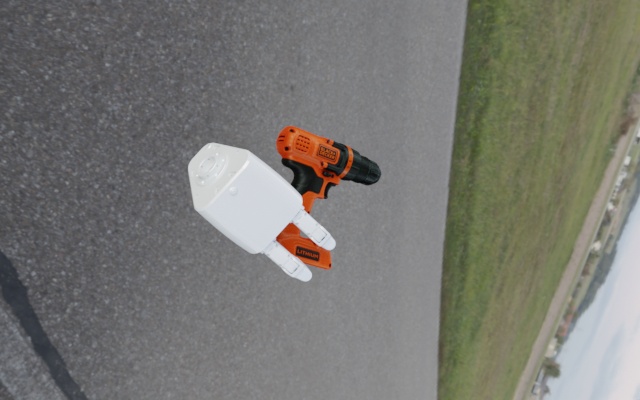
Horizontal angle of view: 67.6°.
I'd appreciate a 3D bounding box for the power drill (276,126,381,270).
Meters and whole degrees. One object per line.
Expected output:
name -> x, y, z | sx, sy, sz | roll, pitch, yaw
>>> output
power drill -> 0.000, 0.003, 0.706 | 0.184, 0.187, 0.057 | 18, -7, -31
